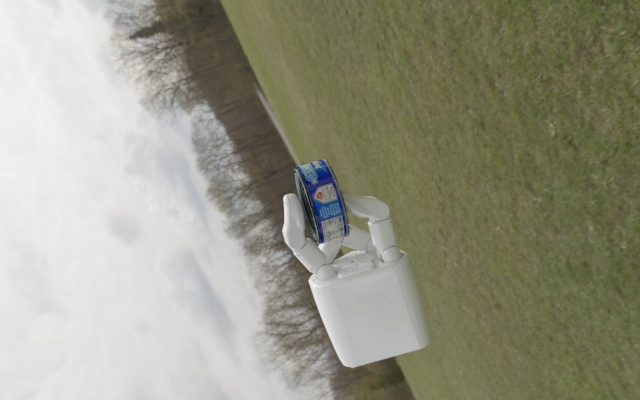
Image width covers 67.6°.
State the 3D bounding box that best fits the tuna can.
[{"bbox_3d":[0.000,0.002,0.498,0.034,0.086,0.086,-17,2,-8],"label":"tuna can"}]
